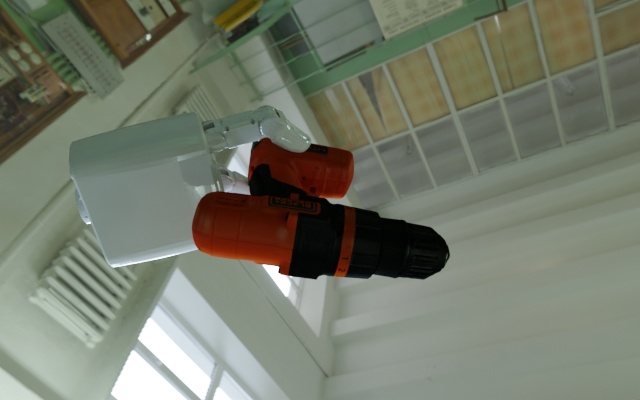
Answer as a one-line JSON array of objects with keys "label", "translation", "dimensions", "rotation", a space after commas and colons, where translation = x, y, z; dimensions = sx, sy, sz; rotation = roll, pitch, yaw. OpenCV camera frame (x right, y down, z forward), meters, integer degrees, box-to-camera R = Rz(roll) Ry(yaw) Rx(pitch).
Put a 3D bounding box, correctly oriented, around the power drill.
[{"label": "power drill", "translation": [0.000, 0.001, 0.406], "dimensions": [0.184, 0.057, 0.187], "rotation": [10, 20, -6]}]
